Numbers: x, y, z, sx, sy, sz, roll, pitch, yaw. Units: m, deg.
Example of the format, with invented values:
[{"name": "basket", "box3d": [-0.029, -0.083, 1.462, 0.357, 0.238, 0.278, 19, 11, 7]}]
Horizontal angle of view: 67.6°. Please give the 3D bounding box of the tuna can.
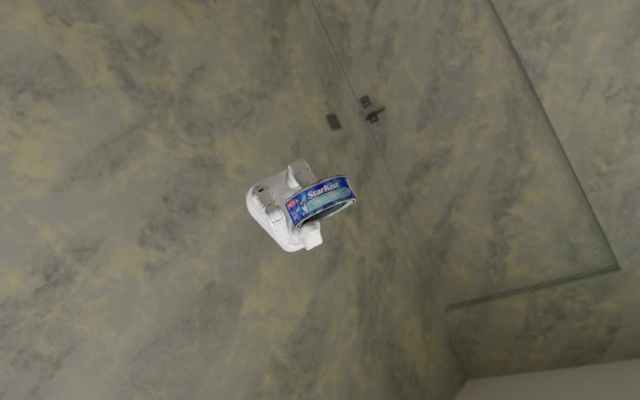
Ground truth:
[{"name": "tuna can", "box3d": [0.000, 0.002, 0.595, 0.086, 0.033, 0.086, -24, -10, -4]}]
